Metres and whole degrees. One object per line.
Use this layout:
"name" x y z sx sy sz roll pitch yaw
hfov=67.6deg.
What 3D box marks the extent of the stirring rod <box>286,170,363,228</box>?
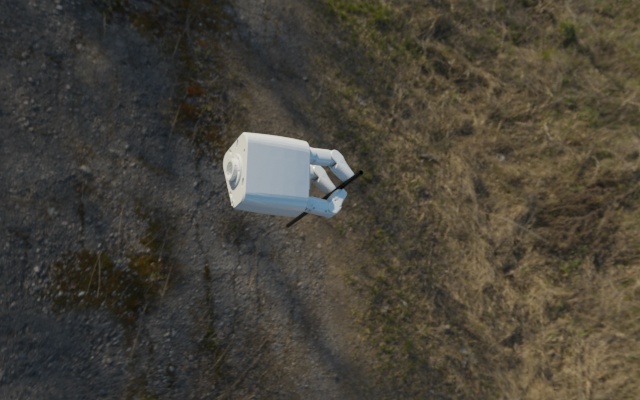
"stirring rod" 0.000 0.003 0.833 0.011 0.011 0.240 0 -23 -35
